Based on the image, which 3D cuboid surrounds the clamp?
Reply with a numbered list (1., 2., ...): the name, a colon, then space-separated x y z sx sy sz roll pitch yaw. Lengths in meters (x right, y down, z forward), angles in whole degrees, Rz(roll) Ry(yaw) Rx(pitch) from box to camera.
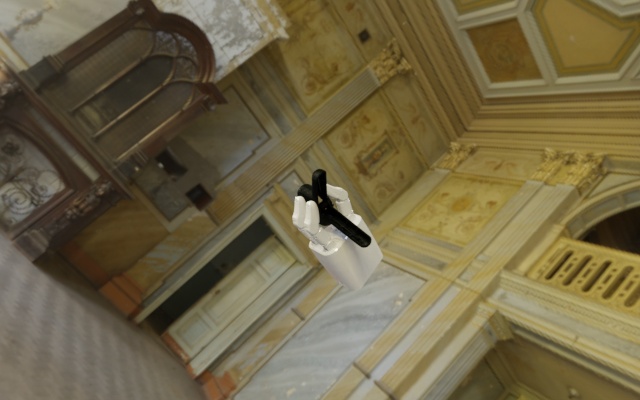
1. clamp: 0.001 0.003 0.893 0.036 0.165 0.210 -39 24 -17
